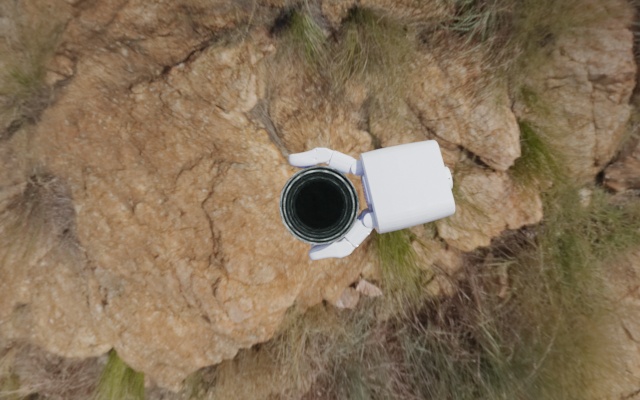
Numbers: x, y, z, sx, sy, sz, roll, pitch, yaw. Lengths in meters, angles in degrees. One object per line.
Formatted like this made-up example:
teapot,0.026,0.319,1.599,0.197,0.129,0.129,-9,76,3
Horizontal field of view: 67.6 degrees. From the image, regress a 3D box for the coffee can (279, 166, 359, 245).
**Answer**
coffee can,0.000,0.002,0.675,0.103,0.103,0.140,0,4,2
